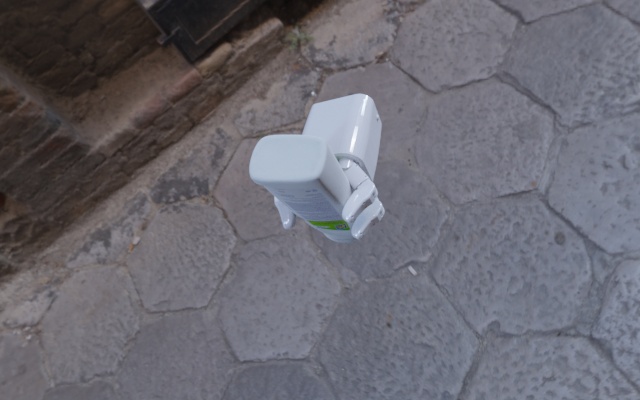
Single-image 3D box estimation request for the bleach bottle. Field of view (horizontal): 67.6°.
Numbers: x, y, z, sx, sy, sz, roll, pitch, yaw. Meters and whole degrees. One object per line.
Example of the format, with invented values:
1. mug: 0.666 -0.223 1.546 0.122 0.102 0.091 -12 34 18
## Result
1. bleach bottle: 0.000 0.002 0.669 0.102 0.068 0.251 3 -24 21
